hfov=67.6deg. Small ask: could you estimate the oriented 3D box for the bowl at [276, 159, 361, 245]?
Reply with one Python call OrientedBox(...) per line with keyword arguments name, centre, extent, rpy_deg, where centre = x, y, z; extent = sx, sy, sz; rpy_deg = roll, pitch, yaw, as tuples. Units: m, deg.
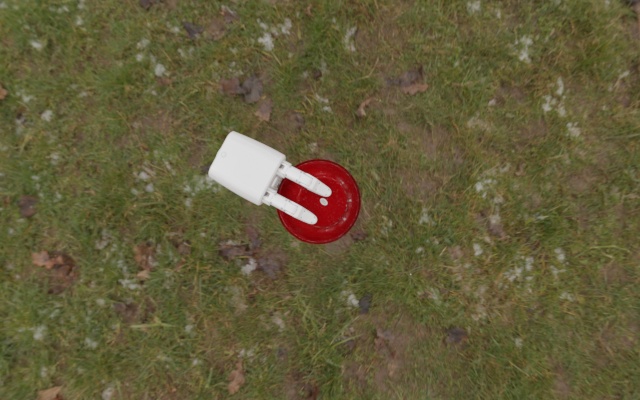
OrientedBox(name="bowl", centre=(0.001, 0.003, 0.874), extent=(0.162, 0.162, 0.055), rpy_deg=(0, 1, -8))
